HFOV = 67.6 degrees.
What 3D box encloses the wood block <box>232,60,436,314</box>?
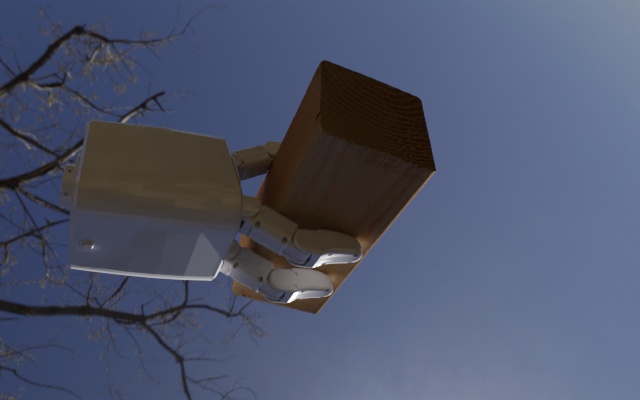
[{"bbox_3d":[0.000,0.001,0.410,0.090,0.090,0.206,17,-45,-16],"label":"wood block"}]
